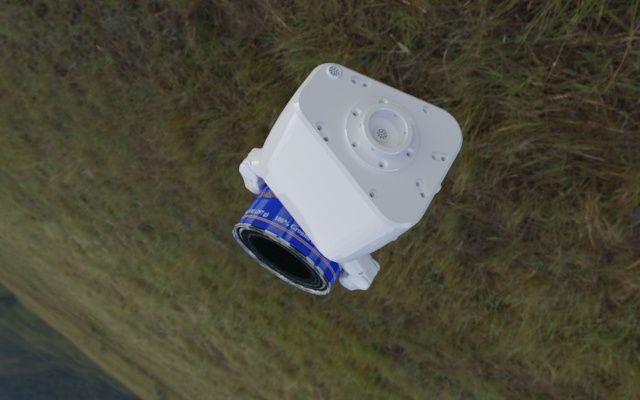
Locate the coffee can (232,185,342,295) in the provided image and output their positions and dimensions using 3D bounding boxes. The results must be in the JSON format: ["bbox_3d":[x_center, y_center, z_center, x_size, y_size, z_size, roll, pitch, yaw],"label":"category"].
[{"bbox_3d":[0.000,0.001,0.450,0.103,0.140,0.103,28,-24,14],"label":"coffee can"}]
